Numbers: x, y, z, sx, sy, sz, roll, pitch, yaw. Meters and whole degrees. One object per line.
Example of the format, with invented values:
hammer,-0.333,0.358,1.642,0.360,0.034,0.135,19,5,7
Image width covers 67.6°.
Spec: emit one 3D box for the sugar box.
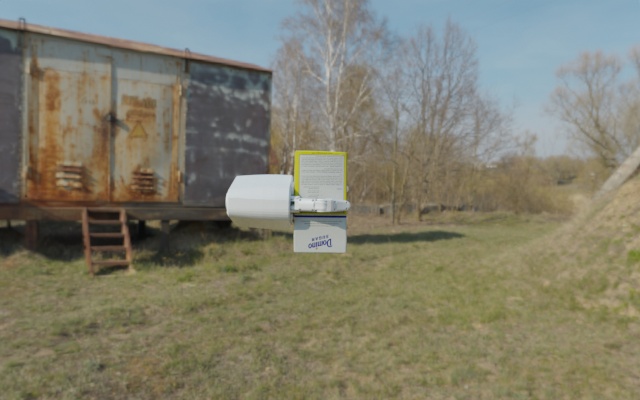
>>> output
sugar box,0.000,0.003,0.837,0.093,0.176,0.048,1,2,-1
